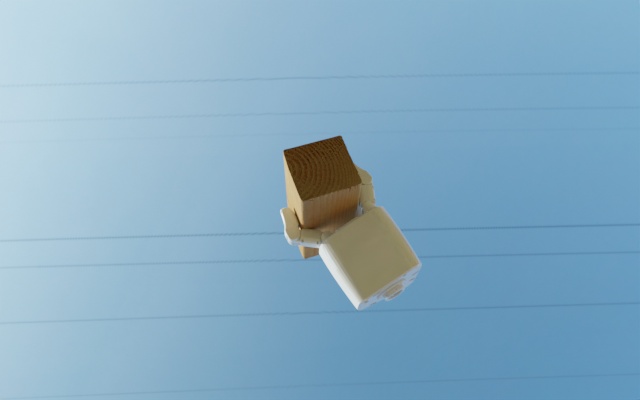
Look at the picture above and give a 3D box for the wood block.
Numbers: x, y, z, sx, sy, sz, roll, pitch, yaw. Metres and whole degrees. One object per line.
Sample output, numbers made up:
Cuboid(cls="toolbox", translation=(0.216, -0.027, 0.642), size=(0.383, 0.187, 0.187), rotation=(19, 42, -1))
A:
Cuboid(cls="wood block", translation=(0.000, 0.003, 0.749), size=(0.091, 0.090, 0.206), rotation=(-16, -28, -10))
